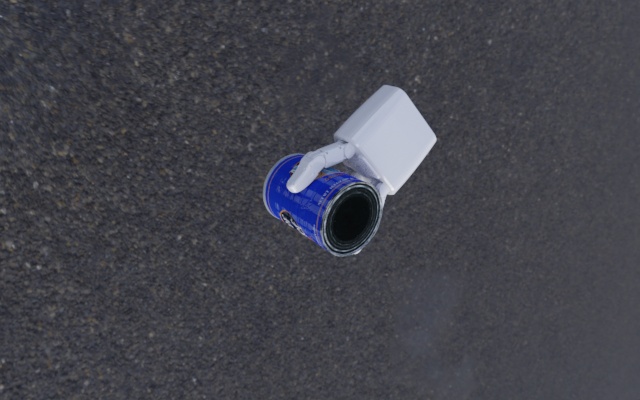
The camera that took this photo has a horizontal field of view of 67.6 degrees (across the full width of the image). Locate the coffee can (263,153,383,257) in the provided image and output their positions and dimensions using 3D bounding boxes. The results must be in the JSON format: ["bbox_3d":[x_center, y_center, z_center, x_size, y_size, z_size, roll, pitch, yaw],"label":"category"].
[{"bbox_3d":[0.000,0.002,0.657,0.103,0.103,0.140,0,19,-40],"label":"coffee can"}]
